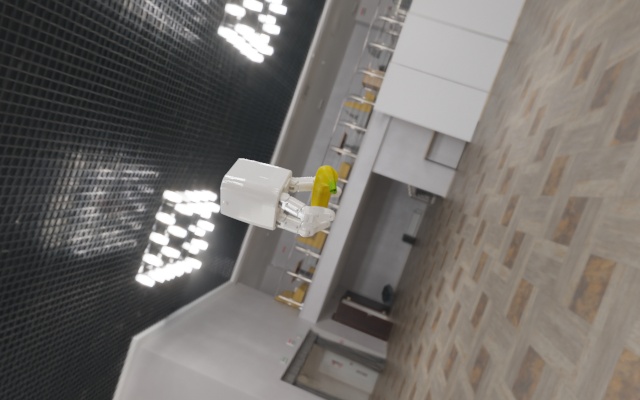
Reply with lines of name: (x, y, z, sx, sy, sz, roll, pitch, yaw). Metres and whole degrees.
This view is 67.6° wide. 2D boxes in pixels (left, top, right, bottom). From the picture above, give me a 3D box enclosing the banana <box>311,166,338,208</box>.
banana: (0.004, -0.016, 0.857, 0.037, 0.069, 0.198, 11, -19, -3)
